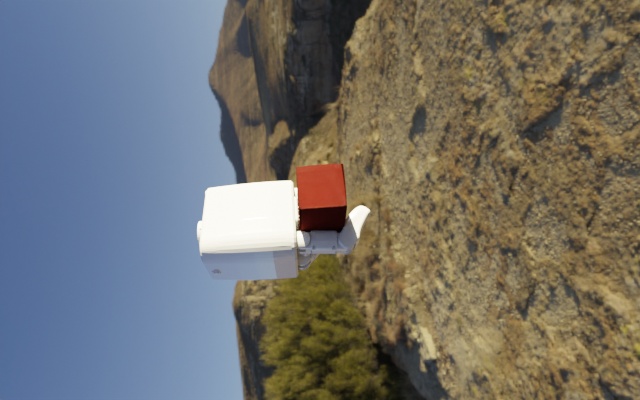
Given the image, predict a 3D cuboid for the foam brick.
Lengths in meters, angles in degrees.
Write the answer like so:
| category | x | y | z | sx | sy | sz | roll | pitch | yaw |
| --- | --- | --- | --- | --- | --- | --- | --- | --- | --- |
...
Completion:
| category | x | y | z | sx | sy | sz | roll | pitch | yaw |
| --- | --- | --- | --- | --- | --- | --- | --- | --- | --- |
| foam brick | 0.000 | 0.002 | 0.529 | 0.051 | 0.053 | 0.078 | -3 | -27 | -3 |
